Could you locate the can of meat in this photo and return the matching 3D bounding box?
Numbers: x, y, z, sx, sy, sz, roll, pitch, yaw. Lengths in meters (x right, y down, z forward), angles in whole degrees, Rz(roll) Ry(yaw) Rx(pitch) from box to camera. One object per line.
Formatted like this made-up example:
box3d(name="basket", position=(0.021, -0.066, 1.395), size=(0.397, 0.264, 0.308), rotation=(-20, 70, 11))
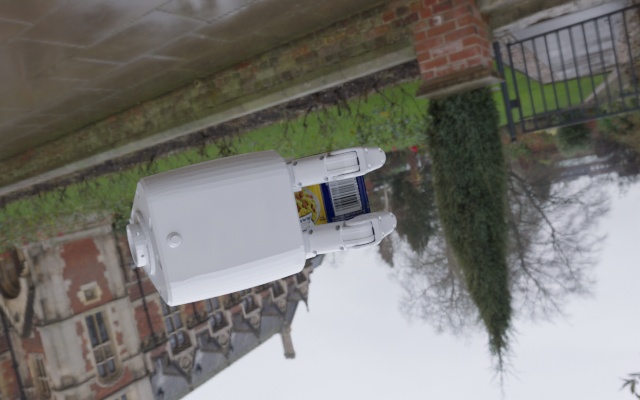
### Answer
box3d(name="can of meat", position=(0.000, 0.002, 0.433), size=(0.057, 0.084, 0.102), rotation=(-14, 4, -32))
